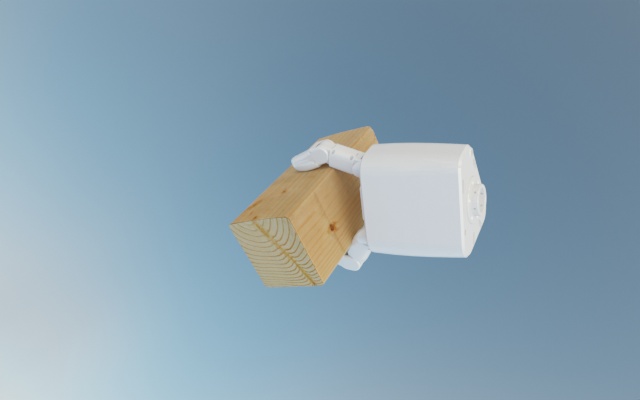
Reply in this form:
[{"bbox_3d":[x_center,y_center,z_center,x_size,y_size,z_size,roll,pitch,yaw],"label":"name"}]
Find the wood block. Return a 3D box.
[{"bbox_3d":[0.000,0.002,0.578,0.090,0.091,0.206,-9,27,38],"label":"wood block"}]
